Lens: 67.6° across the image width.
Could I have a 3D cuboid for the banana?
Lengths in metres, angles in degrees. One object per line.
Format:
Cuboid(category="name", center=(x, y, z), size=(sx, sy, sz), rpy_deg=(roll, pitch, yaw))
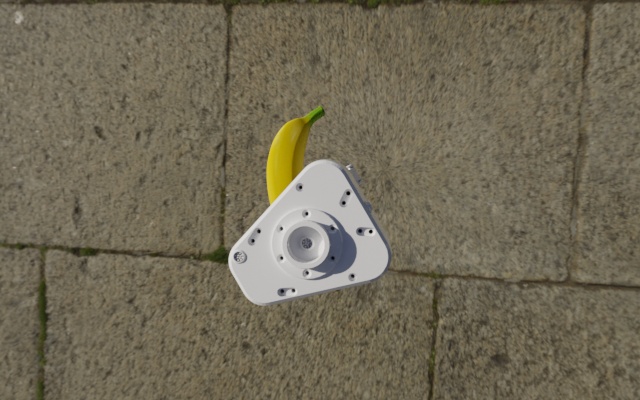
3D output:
Cuboid(category="banana", center=(-0.019, 0.000, 0.498), size=(0.069, 0.198, 0.037), rpy_deg=(-6, -1, 0))
